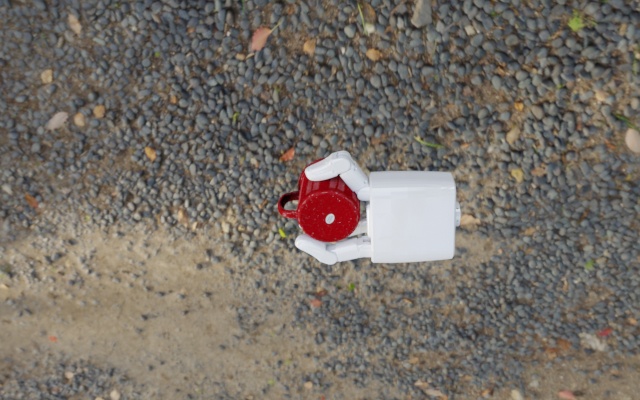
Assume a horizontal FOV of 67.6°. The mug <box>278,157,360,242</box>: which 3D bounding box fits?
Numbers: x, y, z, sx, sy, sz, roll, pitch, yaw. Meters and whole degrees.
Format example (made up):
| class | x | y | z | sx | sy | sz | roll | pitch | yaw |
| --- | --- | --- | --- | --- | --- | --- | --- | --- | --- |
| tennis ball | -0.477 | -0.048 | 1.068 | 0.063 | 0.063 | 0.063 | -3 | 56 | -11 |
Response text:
| class | x | y | z | sx | sy | sz | roll | pitch | yaw |
| --- | --- | --- | --- | --- | --- | --- | --- | --- | --- |
| mug | -0.001 | 0.002 | 0.637 | 0.117 | 0.093 | 0.081 | -3 | 31 | 6 |
